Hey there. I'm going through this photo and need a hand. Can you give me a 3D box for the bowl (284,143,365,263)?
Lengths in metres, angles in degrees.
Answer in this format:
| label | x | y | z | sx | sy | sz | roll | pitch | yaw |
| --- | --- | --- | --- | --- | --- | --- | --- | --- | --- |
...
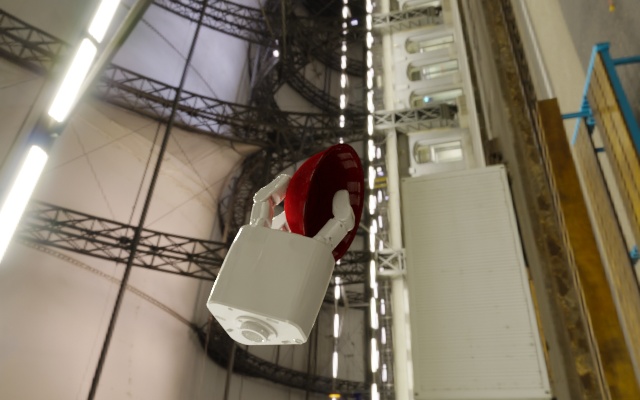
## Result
| label | x | y | z | sx | sy | sz | roll | pitch | yaw |
| --- | --- | --- | --- | --- | --- | --- | --- | --- | --- |
| bowl | 0.000 | 0.001 | 0.635 | 0.055 | 0.162 | 0.162 | 10 | 5 | 30 |
